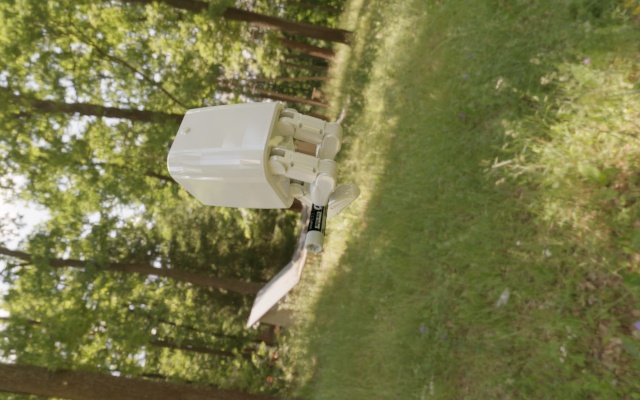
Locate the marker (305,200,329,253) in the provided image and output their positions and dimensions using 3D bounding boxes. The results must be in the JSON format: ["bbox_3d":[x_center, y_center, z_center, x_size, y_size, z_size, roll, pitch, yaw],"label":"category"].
[{"bbox_3d":[0.000,0.002,0.524,0.020,0.121,0.020,5,-38,4],"label":"marker"}]
